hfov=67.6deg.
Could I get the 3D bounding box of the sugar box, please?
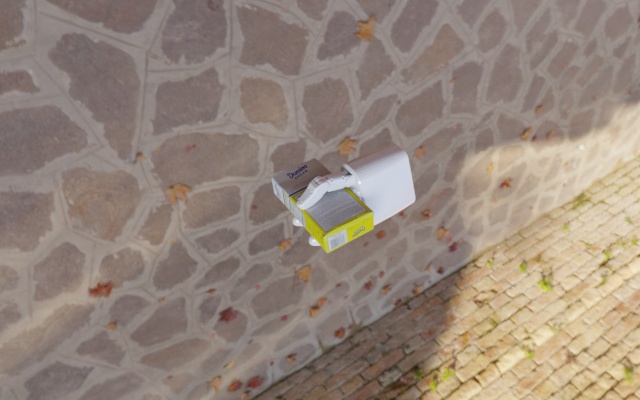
[{"bbox_3d":[0.000,0.003,0.796,0.093,0.048,0.176,-25,43,-20],"label":"sugar box"}]
